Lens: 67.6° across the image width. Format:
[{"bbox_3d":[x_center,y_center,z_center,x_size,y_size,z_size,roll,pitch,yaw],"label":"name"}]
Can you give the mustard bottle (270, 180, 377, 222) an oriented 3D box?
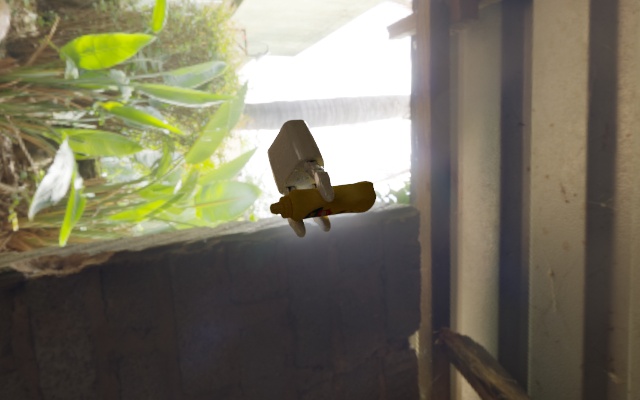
[{"bbox_3d":[0.000,0.003,0.877,0.191,0.058,0.096,-7,-11,-22],"label":"mustard bottle"}]
